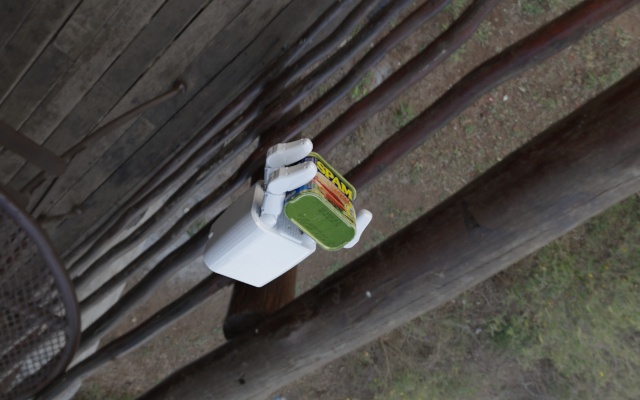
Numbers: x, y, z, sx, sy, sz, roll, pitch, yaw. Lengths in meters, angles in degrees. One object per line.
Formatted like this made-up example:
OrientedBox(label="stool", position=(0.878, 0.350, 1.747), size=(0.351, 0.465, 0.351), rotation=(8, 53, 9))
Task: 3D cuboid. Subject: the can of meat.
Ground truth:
OrientedBox(label="can of meat", position=(0.000, 0.002, 0.598), size=(0.057, 0.084, 0.102), rotation=(-35, -60, 24))
